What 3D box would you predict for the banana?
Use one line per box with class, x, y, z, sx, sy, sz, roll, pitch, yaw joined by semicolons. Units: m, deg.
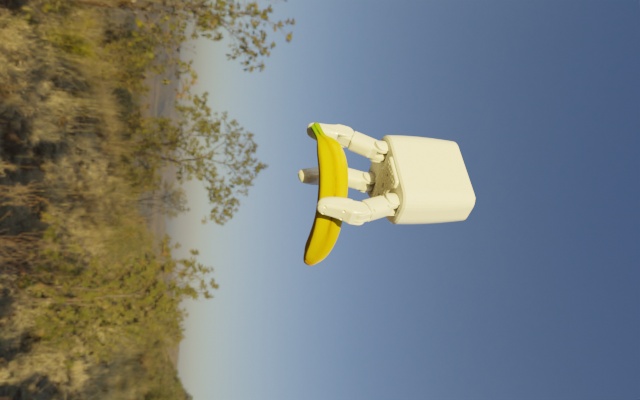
banana;0.007;0.005;0.610;0.037;0.198;0.069;-2;20;-21
